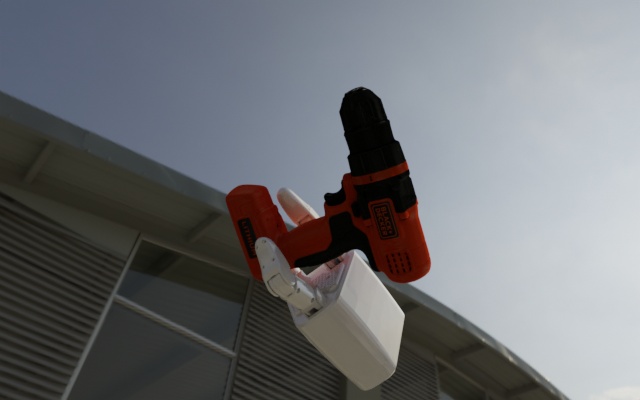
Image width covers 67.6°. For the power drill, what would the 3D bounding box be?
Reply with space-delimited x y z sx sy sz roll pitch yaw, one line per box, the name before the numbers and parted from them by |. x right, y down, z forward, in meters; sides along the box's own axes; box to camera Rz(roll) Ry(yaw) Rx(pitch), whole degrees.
power drill | 0.000 0.002 0.468 0.187 0.184 0.057 -13 8 29
